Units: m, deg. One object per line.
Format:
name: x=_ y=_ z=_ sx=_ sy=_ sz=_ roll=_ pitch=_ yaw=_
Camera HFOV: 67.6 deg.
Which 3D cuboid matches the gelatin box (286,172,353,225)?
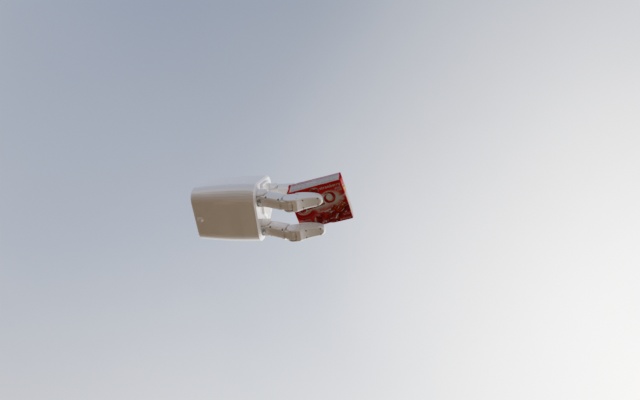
gelatin box: x=0.000 y=0.002 z=0.753 sx=0.089 sy=0.073 sz=0.030 roll=-14 pitch=28 yaw=11
